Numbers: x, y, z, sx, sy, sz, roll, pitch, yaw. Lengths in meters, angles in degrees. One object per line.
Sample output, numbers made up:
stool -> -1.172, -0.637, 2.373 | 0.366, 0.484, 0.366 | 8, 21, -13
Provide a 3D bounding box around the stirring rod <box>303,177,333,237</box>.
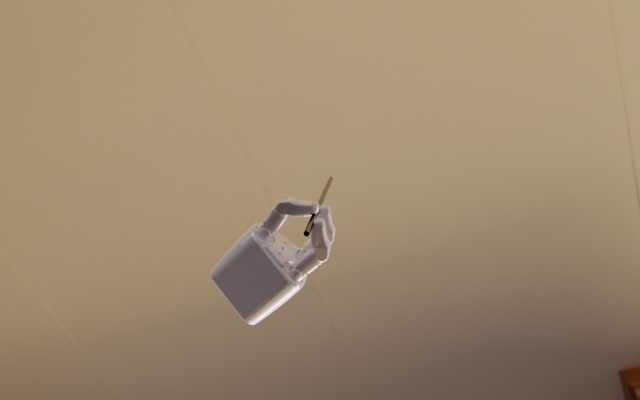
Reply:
stirring rod -> 0.000, 0.002, 0.724 | 0.011, 0.011, 0.239 | 0, 20, 9
